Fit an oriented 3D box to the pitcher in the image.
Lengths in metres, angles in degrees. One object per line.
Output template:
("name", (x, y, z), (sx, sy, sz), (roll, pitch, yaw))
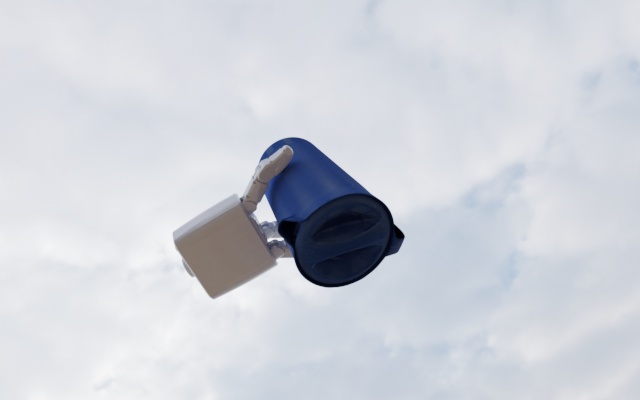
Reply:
("pitcher", (0.000, 0.002, 0.674), (0.145, 0.149, 0.242), (-32, 35, -4))
